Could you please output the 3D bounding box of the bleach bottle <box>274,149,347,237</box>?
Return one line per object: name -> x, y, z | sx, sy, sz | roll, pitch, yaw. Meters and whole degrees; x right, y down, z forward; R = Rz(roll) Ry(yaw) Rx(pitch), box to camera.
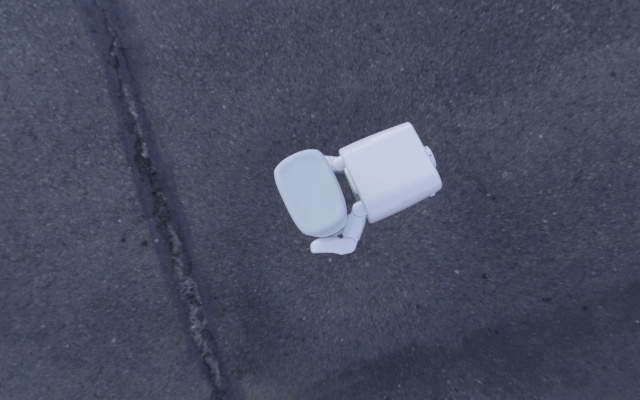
bleach bottle -> 0.000, 0.002, 0.677 | 0.068, 0.102, 0.251 | -24, -7, 3
